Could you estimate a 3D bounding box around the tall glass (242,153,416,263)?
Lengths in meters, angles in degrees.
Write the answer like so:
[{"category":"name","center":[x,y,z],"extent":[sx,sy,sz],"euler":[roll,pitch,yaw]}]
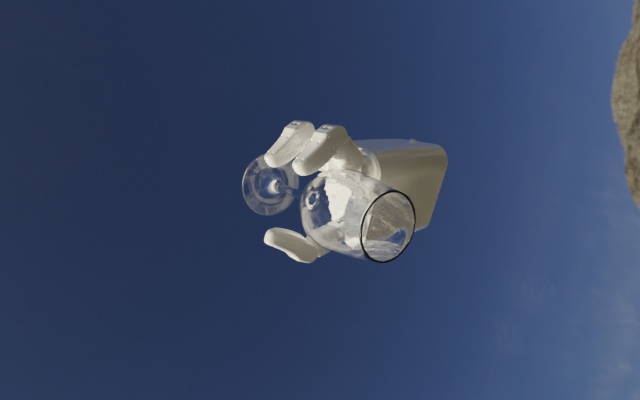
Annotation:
[{"category":"tall glass","center":[0.000,0.001,0.469],"extent":[0.079,0.079,0.201],"euler":[0,12,-35]}]
